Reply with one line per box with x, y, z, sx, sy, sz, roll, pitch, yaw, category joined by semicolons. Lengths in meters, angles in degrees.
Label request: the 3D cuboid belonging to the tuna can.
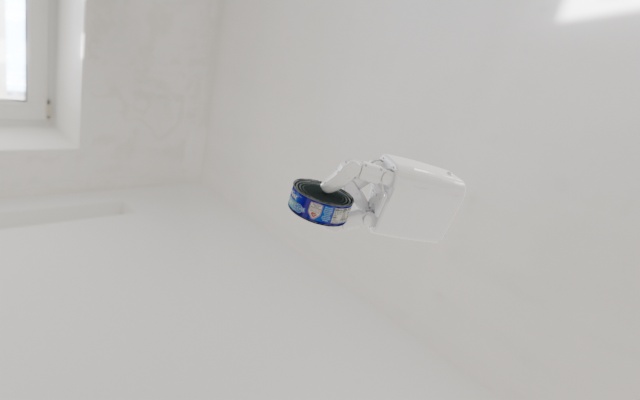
0.000;0.003;0.647;0.086;0.034;0.086;16;19;-6;tuna can
